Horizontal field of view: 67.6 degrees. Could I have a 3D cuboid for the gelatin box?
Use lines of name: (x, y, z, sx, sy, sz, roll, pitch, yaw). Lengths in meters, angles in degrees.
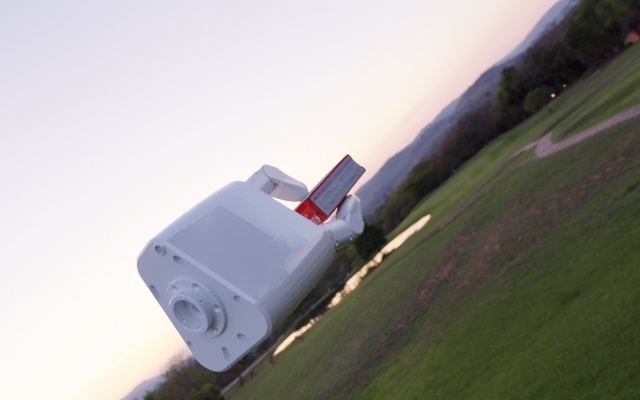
gelatin box: (0.000, 0.001, 0.486, 0.073, 0.030, 0.089, -44, 5, 47)
